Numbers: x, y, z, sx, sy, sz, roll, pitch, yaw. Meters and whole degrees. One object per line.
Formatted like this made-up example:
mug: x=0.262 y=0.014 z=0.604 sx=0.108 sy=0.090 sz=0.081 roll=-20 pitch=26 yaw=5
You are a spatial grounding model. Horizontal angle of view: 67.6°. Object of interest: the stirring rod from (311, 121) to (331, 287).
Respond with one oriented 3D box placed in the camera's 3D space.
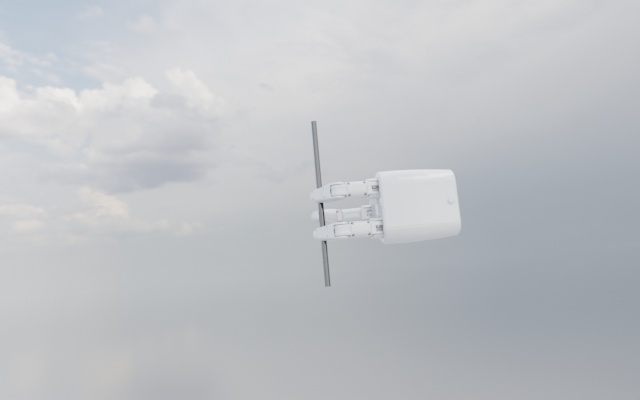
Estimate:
stirring rod: x=0.000 y=0.002 z=0.687 sx=0.011 sy=0.239 sz=0.011 roll=-5 pitch=-8 yaw=-1
